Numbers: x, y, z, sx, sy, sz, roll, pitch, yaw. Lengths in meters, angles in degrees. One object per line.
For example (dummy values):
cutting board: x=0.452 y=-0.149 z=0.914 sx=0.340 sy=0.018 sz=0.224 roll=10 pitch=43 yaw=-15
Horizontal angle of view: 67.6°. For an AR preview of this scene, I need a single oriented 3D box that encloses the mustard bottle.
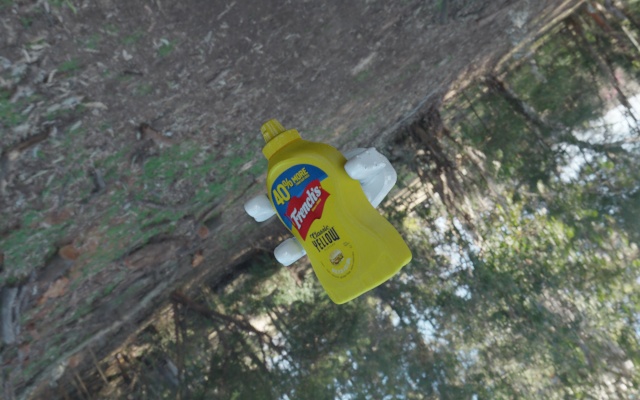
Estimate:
mustard bottle: x=0.000 y=0.002 z=0.472 sx=0.096 sy=0.191 sz=0.058 roll=-38 pitch=-7 yaw=40
